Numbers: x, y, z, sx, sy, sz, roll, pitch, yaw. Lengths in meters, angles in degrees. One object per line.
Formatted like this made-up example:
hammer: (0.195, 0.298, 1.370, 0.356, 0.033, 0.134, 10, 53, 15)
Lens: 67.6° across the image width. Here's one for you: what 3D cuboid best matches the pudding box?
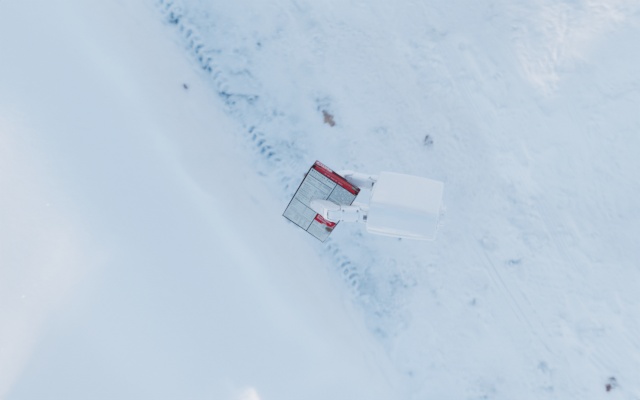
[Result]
pudding box: (0.000, 0.003, 0.800, 0.090, 0.113, 0.039, 34, 26, 2)
